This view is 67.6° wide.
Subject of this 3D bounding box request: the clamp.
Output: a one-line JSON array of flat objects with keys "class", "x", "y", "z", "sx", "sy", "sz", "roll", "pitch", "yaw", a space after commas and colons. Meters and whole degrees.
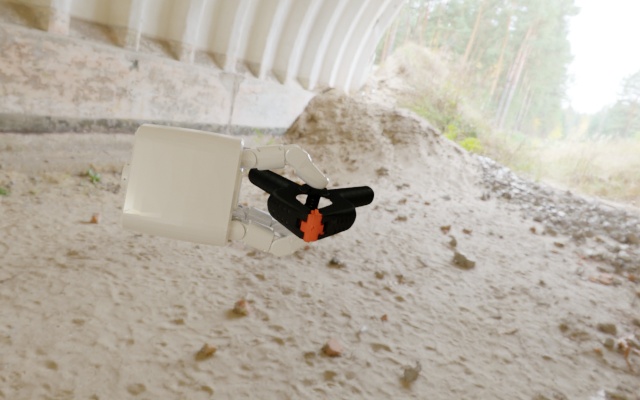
[{"class": "clamp", "x": 0.000, "y": 0.001, "z": 0.538, "sx": 0.164, "sy": 0.036, "sz": 0.210, "roll": 8, "pitch": 14, "yaw": -10}]
